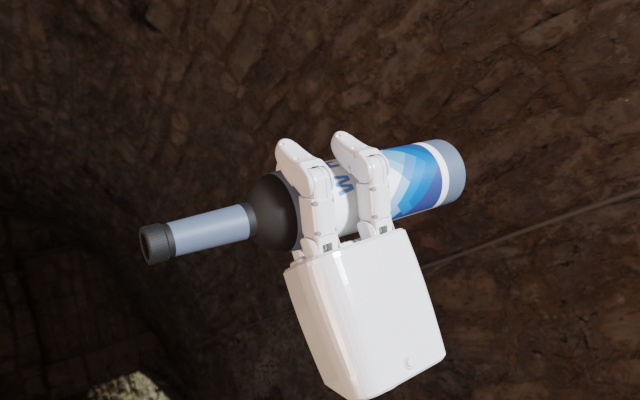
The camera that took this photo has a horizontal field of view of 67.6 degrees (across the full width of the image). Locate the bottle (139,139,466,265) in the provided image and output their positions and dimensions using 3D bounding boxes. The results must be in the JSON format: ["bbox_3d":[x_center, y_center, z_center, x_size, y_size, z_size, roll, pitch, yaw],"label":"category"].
[{"bbox_3d":[0.000,0.001,0.406,0.295,0.069,0.069,-14,8,-32],"label":"bottle"}]
